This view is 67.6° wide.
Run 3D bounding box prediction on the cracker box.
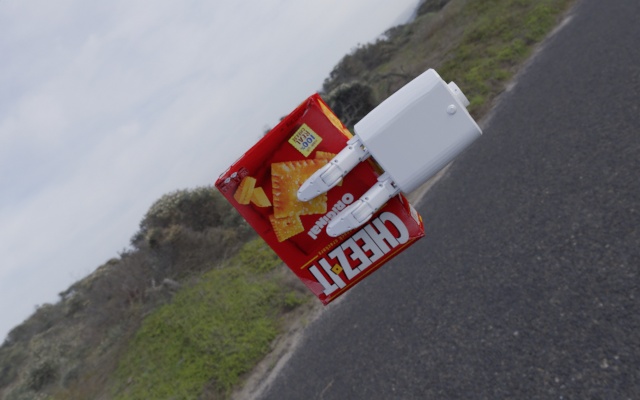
[{"bbox_3d":[0.000,0.002,0.597,0.164,0.214,0.072,-38,9,16],"label":"cracker box"}]
